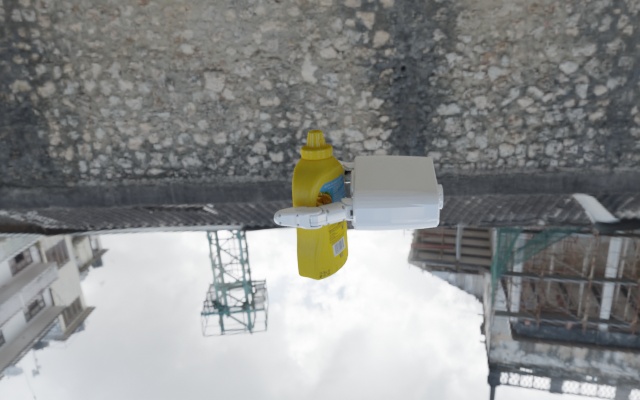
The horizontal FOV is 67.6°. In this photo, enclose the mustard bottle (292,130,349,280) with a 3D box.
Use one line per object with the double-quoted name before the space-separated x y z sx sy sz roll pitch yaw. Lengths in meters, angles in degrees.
"mustard bottle" 0.000 0.002 0.636 0.058 0.192 0.096 8 23 30
